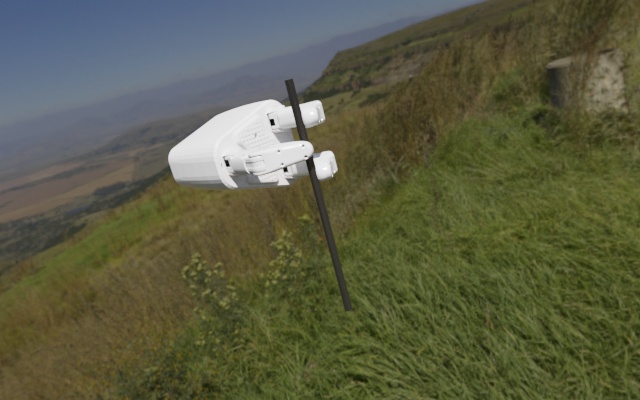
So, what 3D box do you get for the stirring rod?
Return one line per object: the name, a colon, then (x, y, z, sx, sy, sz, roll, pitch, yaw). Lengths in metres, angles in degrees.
stirring rod: (0.000, 0.002, 0.469, 0.011, 0.239, 0.011, -14, 15, 4)
